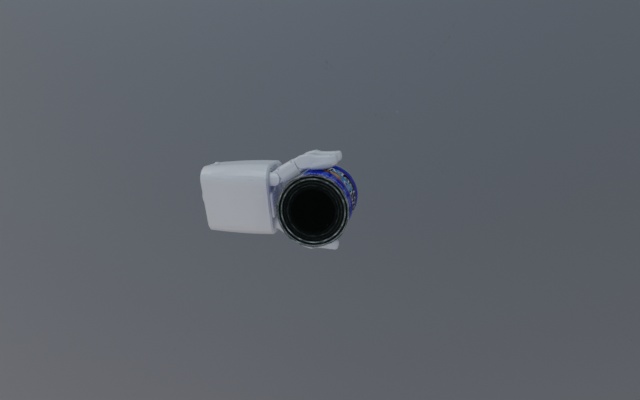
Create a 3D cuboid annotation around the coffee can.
[{"bbox_3d":[0.000,0.002,0.719,0.103,0.103,0.140,0,10,9],"label":"coffee can"}]
